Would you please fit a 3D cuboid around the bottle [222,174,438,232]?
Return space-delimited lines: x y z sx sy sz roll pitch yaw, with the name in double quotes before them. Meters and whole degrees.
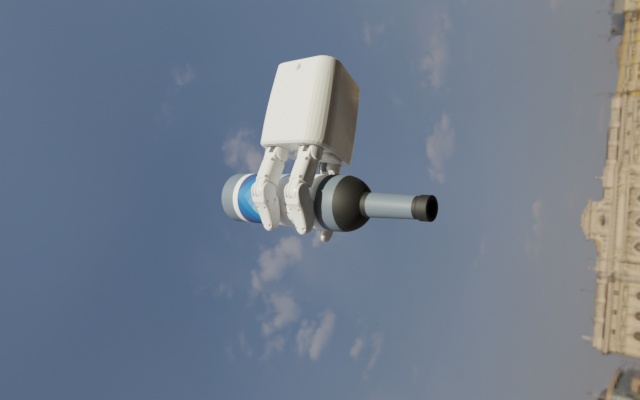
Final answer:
"bottle" 0.000 0.002 0.575 0.295 0.069 0.069 3 2 40
